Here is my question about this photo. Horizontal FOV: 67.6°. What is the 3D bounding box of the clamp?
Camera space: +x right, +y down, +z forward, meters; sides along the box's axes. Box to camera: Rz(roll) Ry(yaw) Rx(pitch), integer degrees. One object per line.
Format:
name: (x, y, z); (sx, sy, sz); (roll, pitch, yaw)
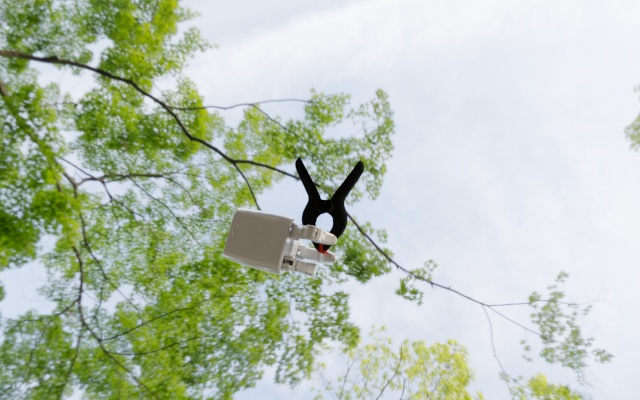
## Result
clamp: (0.000, 0.003, 0.823); (0.120, 0.171, 0.039); (12, -9, 15)
